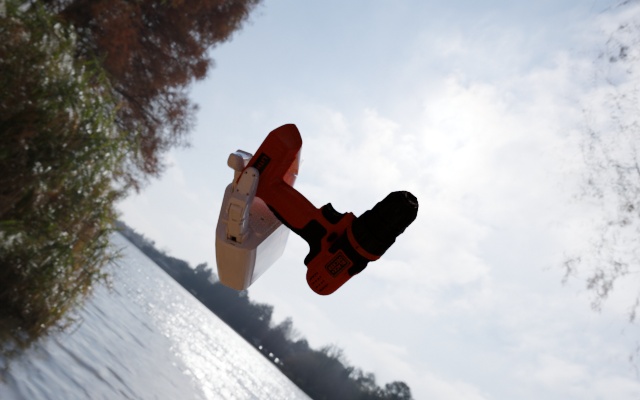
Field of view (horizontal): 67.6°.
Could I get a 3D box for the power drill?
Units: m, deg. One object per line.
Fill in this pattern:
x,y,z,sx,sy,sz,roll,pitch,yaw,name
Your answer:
0.000,0.002,0.555,0.184,0.187,0.057,-47,-11,35,power drill
